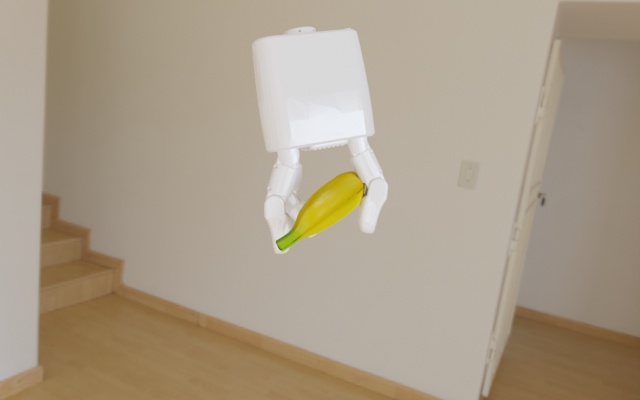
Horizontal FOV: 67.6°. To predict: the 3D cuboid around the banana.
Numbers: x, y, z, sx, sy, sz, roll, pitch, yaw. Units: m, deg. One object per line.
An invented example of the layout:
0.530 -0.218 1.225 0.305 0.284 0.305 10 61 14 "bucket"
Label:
0.015 -0.004 0.504 0.069 0.037 0.197 -23 6 24 "banana"
